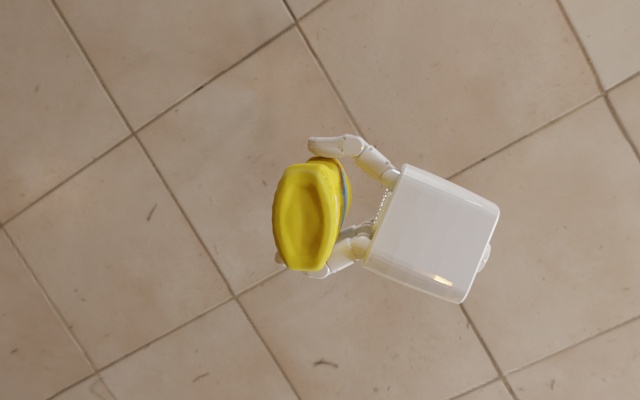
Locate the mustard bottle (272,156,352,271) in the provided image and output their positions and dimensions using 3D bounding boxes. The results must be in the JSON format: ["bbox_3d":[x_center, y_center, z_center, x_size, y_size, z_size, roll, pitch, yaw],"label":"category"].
[{"bbox_3d":[0.000,0.002,0.507,0.058,0.096,0.191,-1,10,10],"label":"mustard bottle"}]
